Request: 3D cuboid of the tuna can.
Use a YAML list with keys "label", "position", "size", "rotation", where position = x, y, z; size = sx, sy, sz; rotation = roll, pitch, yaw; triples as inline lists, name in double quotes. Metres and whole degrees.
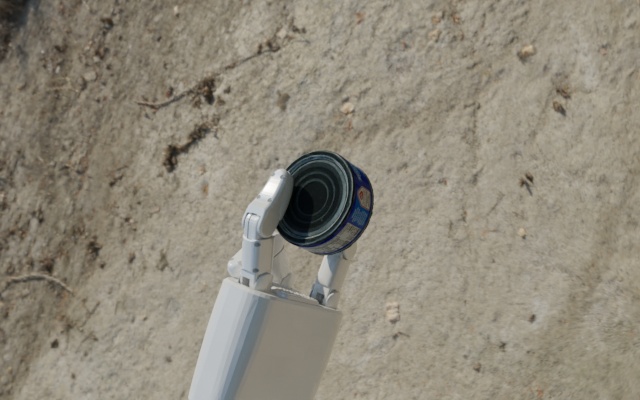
- label: "tuna can"
  position: [0.000, 0.001, 0.406]
  size: [0.086, 0.086, 0.034]
  rotation: [0, -18, 35]
